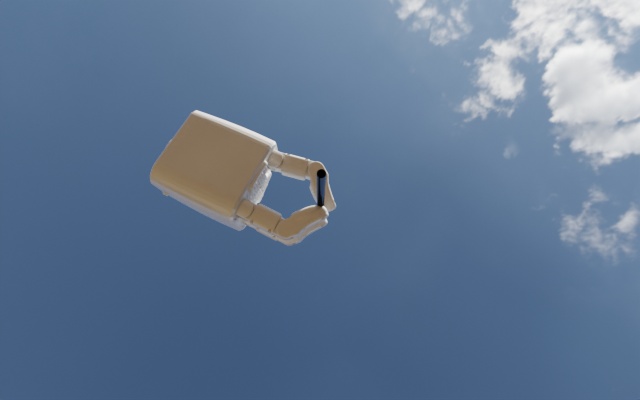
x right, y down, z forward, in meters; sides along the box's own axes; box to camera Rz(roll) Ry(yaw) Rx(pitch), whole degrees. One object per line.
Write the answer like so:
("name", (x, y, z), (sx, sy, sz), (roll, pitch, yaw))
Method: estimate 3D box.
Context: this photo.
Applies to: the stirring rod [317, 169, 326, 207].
("stirring rod", (0.000, 0.002, 0.515), (0.011, 0.011, 0.239), (0, -12, 0))
